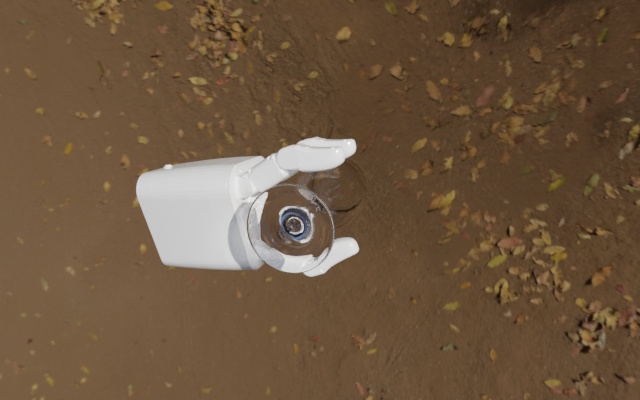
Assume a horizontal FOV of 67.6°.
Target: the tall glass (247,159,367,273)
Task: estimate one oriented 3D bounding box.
[{"bbox_3d":[0.000,0.002,0.473,0.079,0.079,0.201,0,13,15],"label":"tall glass"}]
